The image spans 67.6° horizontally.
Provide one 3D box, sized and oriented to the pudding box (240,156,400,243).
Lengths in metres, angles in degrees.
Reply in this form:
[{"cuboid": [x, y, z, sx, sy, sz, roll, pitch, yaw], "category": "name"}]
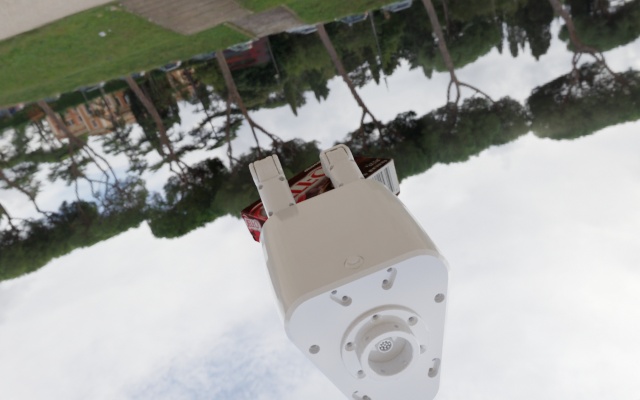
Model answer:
[{"cuboid": [0.000, 0.002, 0.415, 0.113, 0.039, 0.090, -33, 26, -29], "category": "pudding box"}]
